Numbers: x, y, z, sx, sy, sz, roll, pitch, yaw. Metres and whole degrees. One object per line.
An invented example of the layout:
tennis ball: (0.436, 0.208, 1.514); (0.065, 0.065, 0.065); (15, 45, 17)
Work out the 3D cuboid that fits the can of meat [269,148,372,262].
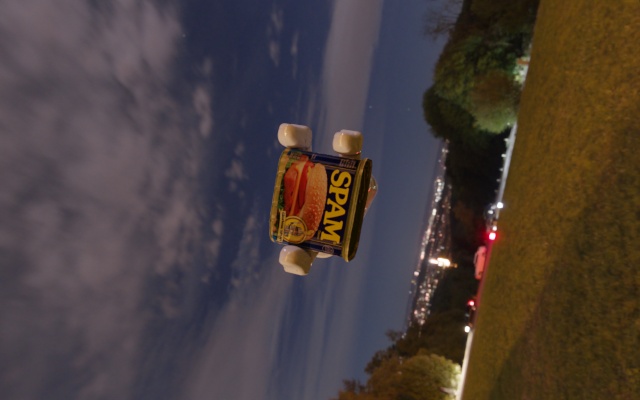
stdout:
can of meat: (0.000, 0.002, 0.478); (0.084, 0.102, 0.057); (11, 5, 14)
